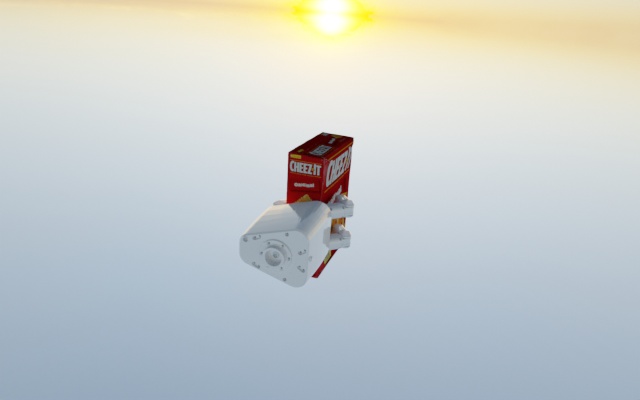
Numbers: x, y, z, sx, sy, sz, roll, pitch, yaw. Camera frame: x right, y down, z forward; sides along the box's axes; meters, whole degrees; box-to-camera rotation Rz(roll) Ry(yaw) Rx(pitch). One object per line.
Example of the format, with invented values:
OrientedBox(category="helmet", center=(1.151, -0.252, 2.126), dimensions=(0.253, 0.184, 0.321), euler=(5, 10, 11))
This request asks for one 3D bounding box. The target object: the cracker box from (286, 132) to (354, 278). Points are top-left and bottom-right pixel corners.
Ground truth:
OrientedBox(category="cracker box", center=(0.000, 0.003, 0.839), dimensions=(0.072, 0.214, 0.164), euler=(11, 23, 16))
